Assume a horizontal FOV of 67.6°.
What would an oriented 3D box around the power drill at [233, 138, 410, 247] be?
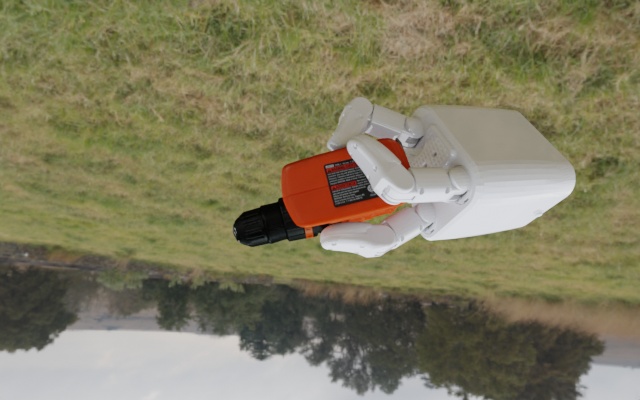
[{"bbox_3d":[0.000,0.001,0.456,0.184,0.057,0.188,-16,-5,-7],"label":"power drill"}]
